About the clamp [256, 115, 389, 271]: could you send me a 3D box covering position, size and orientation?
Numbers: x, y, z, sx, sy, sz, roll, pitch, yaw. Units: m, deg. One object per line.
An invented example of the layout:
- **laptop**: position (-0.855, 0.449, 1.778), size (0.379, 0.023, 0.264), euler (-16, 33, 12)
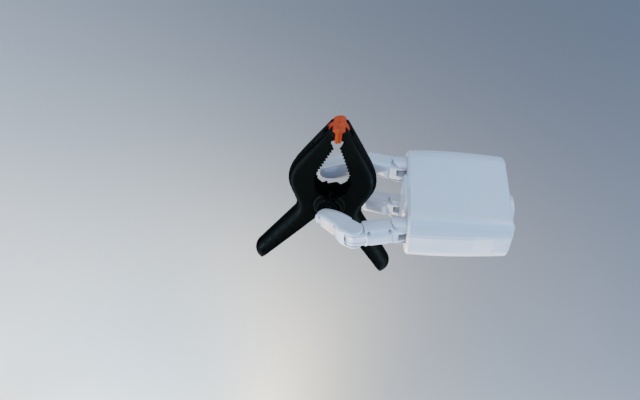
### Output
- **clamp**: position (0.000, 0.002, 0.538), size (0.164, 0.210, 0.036), euler (1, 41, 4)
